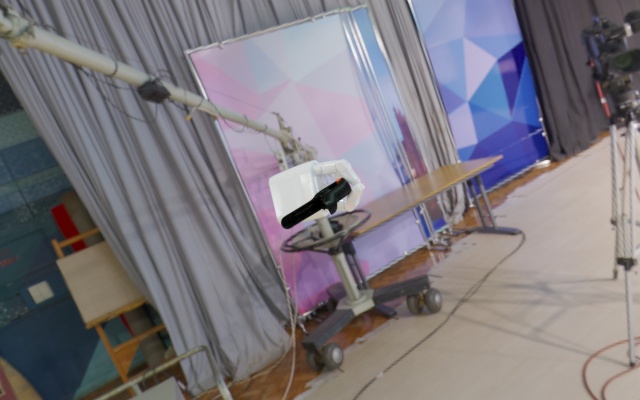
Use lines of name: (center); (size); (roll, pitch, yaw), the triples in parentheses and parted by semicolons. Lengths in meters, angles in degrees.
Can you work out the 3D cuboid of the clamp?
clamp: (0.000, 0.002, 0.890); (0.120, 0.039, 0.171); (-16, 12, 26)
